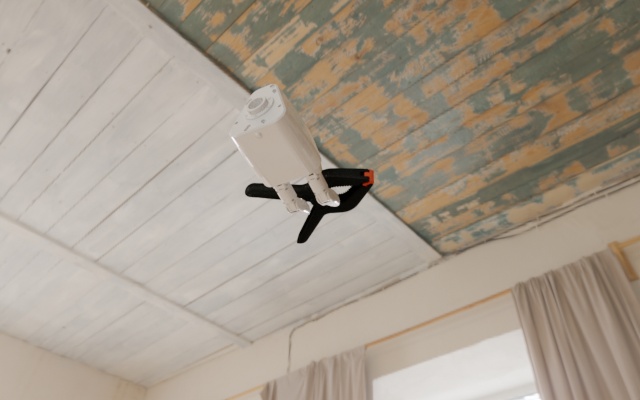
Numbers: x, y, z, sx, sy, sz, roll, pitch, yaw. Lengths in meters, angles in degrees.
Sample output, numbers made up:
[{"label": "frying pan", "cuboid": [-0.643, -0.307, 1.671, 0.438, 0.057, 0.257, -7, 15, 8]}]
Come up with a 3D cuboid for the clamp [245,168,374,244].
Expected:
[{"label": "clamp", "cuboid": [0.001, 0.002, 0.813, 0.210, 0.036, 0.165, -17, -46, 20]}]
